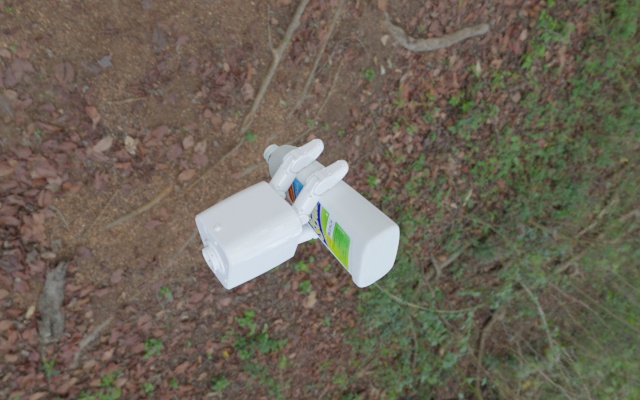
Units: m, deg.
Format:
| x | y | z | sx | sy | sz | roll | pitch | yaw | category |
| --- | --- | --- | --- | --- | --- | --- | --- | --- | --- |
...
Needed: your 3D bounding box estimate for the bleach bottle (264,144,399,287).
| x | y | z | sx | sy | sz | roll | pitch | yaw | category |
| --- | --- | --- | --- | --- | --- | --- | --- | --- | --- |
| 0.000 | 0.002 | 0.673 | 0.068 | 0.103 | 0.250 | -27 | 51 | -27 | bleach bottle |
